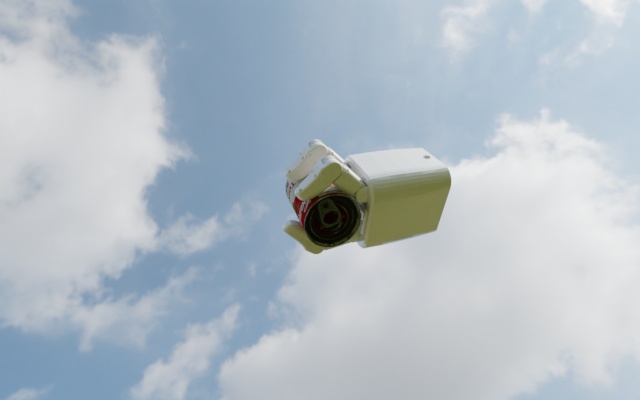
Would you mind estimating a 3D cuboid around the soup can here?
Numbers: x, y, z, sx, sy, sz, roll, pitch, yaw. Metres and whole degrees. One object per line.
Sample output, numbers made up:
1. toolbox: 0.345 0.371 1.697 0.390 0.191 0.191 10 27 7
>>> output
1. soup can: 0.000 0.002 0.583 0.068 0.068 0.102 0 26 -19
